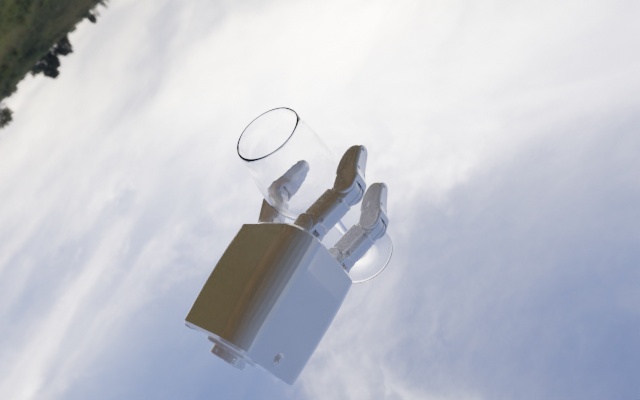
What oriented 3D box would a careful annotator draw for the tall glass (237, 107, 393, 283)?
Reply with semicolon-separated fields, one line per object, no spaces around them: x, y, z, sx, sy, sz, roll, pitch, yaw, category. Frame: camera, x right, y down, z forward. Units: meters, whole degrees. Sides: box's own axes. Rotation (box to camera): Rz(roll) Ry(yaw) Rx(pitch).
0.000;0.002;0.469;0.079;0.079;0.201;0;-37;35;tall glass
